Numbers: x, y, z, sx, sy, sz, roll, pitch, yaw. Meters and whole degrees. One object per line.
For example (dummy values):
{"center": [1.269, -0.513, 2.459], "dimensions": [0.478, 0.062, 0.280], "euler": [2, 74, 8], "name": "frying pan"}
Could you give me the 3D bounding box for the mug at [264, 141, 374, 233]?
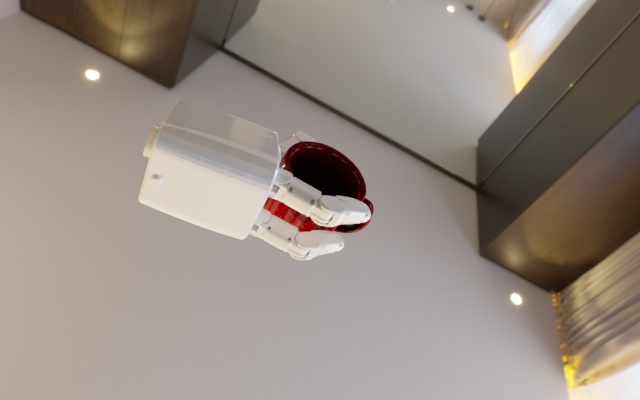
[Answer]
{"center": [0.001, 0.002, 0.517], "dimensions": [0.117, 0.093, 0.081], "euler": [21, -49, -15], "name": "mug"}
